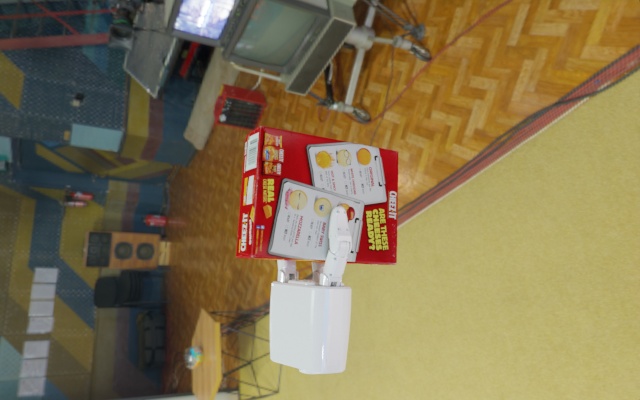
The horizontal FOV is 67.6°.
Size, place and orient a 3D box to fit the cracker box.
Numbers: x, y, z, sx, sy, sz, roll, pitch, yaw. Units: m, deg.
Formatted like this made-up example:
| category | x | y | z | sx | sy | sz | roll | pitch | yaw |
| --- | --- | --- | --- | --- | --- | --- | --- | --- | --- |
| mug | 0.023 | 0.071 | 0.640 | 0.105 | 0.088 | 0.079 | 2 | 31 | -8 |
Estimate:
| category | x | y | z | sx | sy | sz | roll | pitch | yaw |
| --- | --- | --- | --- | --- | --- | --- | --- | --- | --- |
| cracker box | 0.000 | 0.002 | 0.647 | 0.214 | 0.164 | 0.072 | 7 | -9 | -28 |
